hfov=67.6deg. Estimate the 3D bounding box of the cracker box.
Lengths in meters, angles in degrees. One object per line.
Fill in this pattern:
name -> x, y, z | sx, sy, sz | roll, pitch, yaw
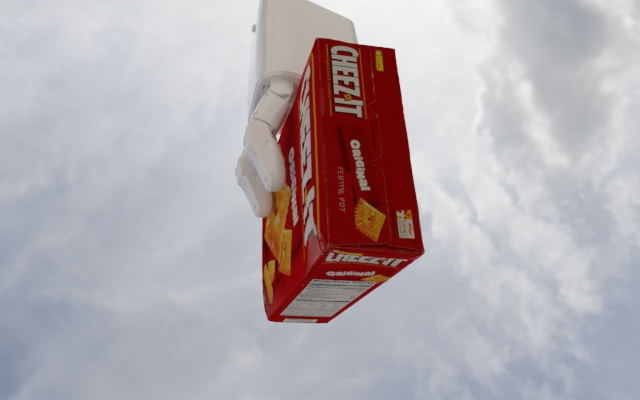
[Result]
cracker box -> 0.000, 0.001, 0.404 | 0.072, 0.164, 0.214 | 4, -26, -15
